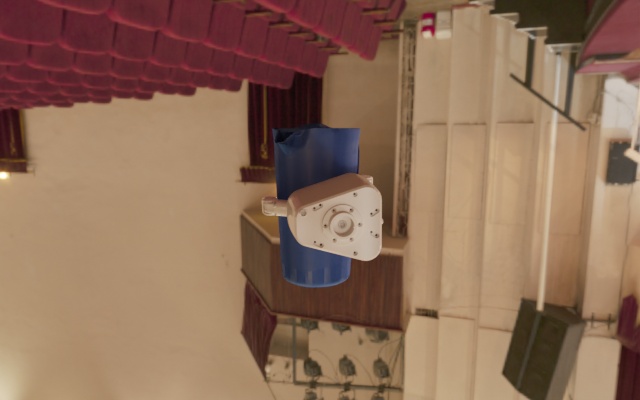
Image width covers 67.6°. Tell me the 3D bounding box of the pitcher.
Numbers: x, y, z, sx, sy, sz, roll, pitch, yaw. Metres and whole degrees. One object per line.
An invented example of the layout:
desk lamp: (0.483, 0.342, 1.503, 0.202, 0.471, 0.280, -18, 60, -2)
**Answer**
pitcher: (0.000, 0.002, 0.746, 0.149, 0.243, 0.145, -1, 9, -9)
